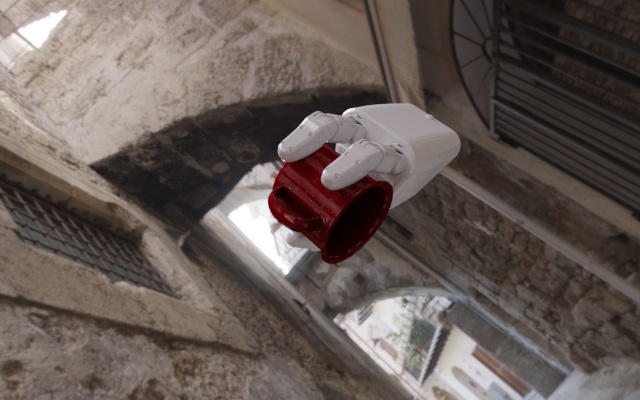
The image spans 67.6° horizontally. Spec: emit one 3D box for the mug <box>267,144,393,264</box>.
[{"bbox_3d":[-0.001,0.002,0.444,0.081,0.093,0.117,40,36,28],"label":"mug"}]
